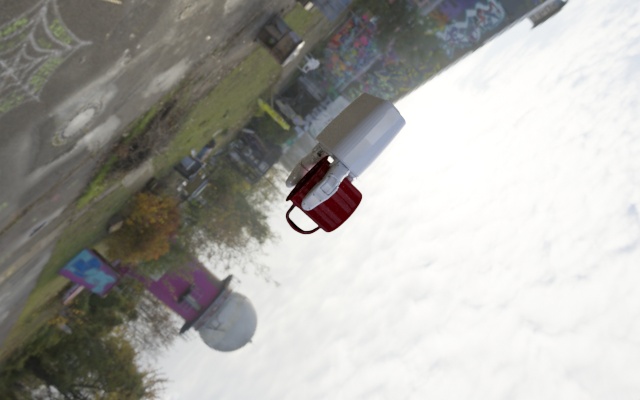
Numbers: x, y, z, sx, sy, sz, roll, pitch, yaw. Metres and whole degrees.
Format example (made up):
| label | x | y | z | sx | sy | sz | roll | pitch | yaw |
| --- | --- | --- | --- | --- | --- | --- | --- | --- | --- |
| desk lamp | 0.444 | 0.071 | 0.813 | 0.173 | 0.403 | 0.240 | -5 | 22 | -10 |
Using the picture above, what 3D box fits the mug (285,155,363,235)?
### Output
| label | x | y | z | sx | sy | sz | roll | pitch | yaw |
| --- | --- | --- | --- | --- | --- | --- | --- | --- | --- |
| mug | -0.001 | 0.004 | 0.712 | 0.081 | 0.117 | 0.093 | 43 | 3 | -9 |
